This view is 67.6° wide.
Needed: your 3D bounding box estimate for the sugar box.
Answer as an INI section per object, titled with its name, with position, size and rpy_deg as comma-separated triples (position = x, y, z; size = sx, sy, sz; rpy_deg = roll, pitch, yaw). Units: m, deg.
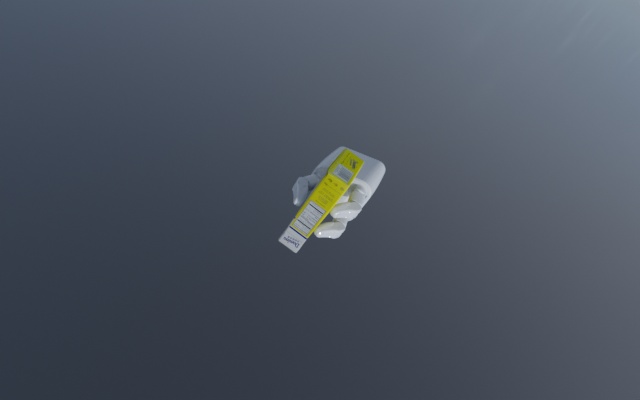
[sugar box]
position = 0.001, 0.003, 0.802
size = 0.048, 0.176, 0.093
rpy_deg = 35, 37, 1
